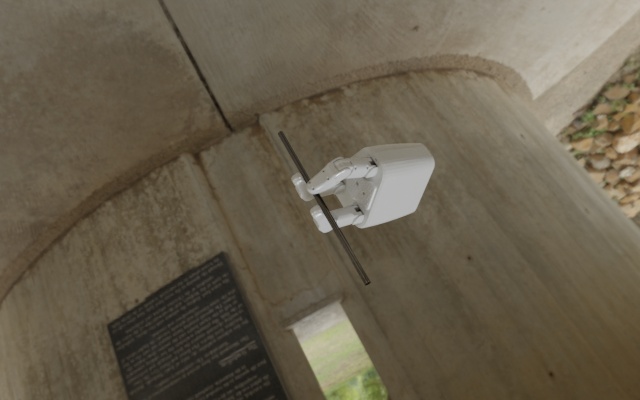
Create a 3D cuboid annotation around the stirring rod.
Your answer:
[{"bbox_3d":[0.000,0.002,0.603,0.011,0.239,0.011,-24,-25,-12],"label":"stirring rod"}]
